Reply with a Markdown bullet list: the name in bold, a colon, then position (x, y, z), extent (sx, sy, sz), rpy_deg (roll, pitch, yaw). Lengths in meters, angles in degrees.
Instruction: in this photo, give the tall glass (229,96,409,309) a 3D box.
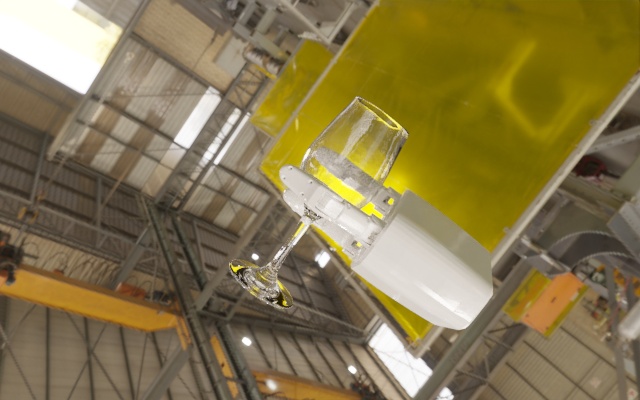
- **tall glass**: position (0.000, 0.002, 0.454), extent (0.079, 0.201, 0.079), rpy_deg (35, 7, -5)
